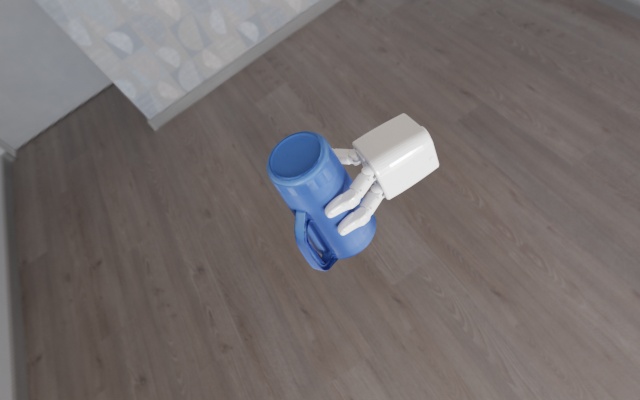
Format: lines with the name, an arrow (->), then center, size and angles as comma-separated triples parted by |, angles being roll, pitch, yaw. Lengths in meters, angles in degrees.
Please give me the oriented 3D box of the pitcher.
pitcher -> 0.000, 0.003, 0.830 | 0.145, 0.149, 0.243 | -30, -39, 3
